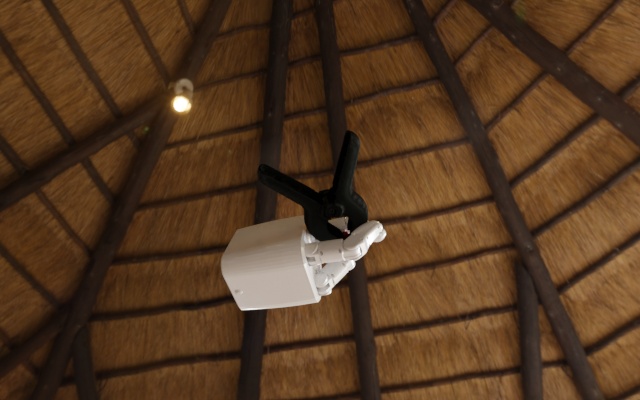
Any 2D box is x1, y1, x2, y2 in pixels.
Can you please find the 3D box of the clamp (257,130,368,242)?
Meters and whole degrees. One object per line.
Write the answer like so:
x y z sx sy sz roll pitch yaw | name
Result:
0.000 0.002 0.574 0.120 0.172 0.039 -10 37 8 | clamp
